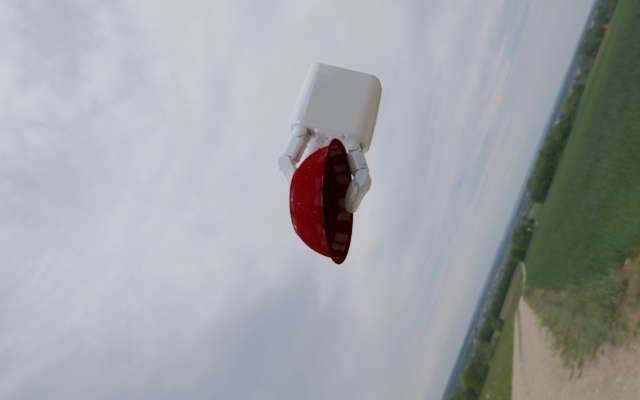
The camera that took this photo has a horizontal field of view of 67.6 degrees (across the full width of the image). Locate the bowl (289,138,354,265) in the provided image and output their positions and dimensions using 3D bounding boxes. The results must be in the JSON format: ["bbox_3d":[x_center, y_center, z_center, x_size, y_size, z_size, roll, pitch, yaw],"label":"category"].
[{"bbox_3d":[-0.001,0.003,0.618,0.055,0.162,0.162,-2,-1,16],"label":"bowl"}]
